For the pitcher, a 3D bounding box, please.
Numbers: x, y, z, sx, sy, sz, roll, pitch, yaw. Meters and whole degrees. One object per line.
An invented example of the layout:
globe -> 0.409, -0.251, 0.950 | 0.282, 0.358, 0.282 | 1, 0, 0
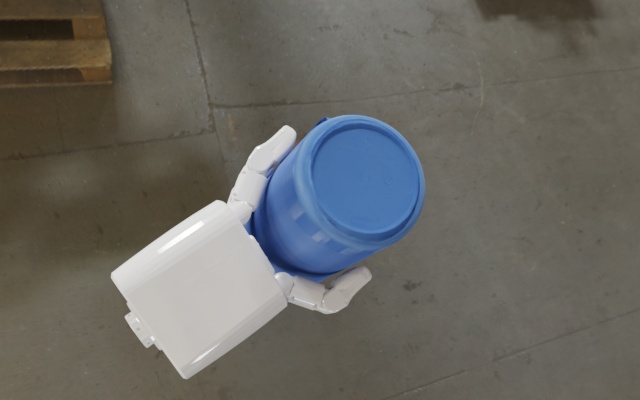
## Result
pitcher -> 0.000, 0.002, 0.470 | 0.145, 0.149, 0.243 | -35, -2, -22
